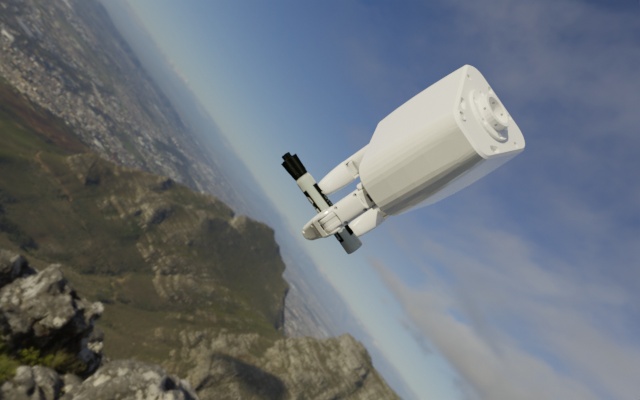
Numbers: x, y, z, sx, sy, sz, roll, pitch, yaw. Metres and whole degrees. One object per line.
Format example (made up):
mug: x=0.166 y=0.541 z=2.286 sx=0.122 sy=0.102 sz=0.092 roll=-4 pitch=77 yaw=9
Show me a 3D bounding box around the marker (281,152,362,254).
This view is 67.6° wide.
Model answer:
marker: x=0.000 y=0.002 z=0.486 sx=0.020 sy=0.121 sz=0.020 roll=-36 pitch=3 yaw=2
